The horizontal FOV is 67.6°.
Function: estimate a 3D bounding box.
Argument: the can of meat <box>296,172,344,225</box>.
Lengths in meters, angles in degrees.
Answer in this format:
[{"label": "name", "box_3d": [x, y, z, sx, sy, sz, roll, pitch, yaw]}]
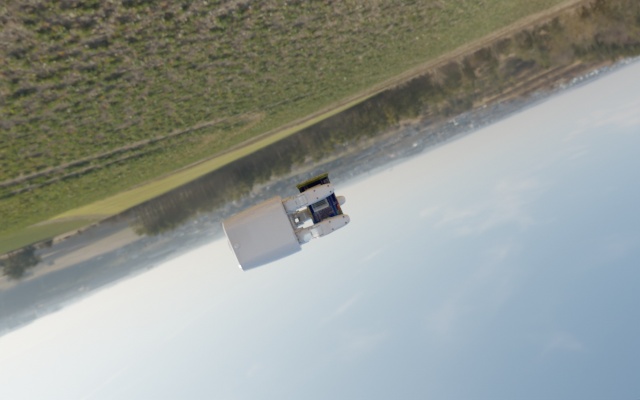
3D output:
[{"label": "can of meat", "box_3d": [0.000, 0.003, 0.812, 0.057, 0.084, 0.102, -23, 1, -2]}]
